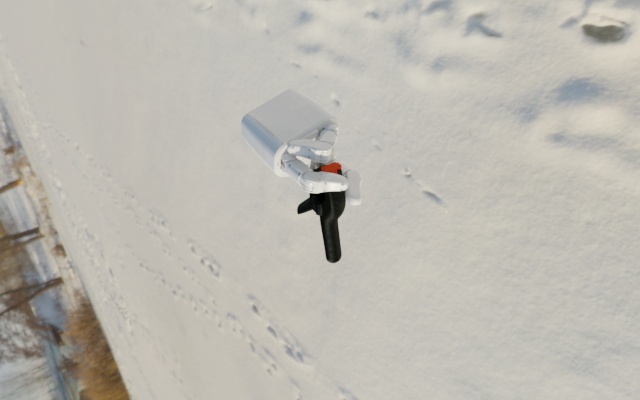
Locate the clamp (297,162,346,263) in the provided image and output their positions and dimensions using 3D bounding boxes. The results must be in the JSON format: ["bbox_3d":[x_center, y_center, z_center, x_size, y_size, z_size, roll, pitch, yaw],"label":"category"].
[{"bbox_3d":[0.000,0.003,0.722,0.039,0.172,0.120,-22,48,-29],"label":"clamp"}]
